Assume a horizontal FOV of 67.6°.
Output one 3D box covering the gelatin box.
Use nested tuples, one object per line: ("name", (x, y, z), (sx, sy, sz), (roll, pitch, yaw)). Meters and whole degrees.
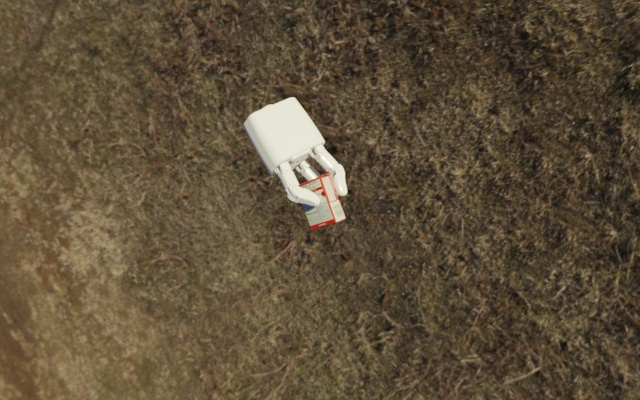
("gelatin box", (0.000, 0.003, 0.879), (0.030, 0.089, 0.073), (-19, 0, -42))
